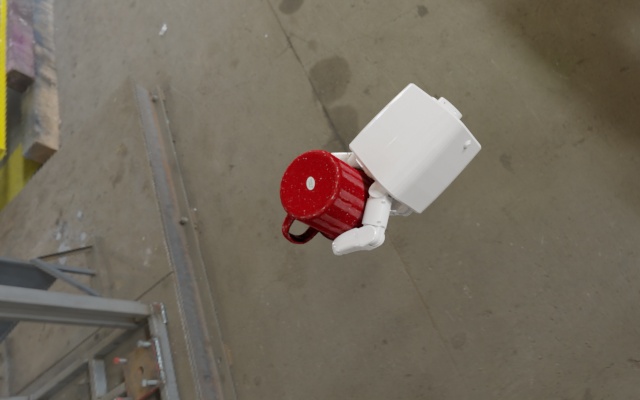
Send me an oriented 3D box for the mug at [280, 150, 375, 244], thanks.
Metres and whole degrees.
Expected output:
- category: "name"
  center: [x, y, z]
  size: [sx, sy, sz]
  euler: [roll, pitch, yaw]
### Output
- category: "mug"
  center: [-0.001, 0.003, 0.543]
  size: [0.081, 0.117, 0.093]
  euler: [28, 19, -52]
